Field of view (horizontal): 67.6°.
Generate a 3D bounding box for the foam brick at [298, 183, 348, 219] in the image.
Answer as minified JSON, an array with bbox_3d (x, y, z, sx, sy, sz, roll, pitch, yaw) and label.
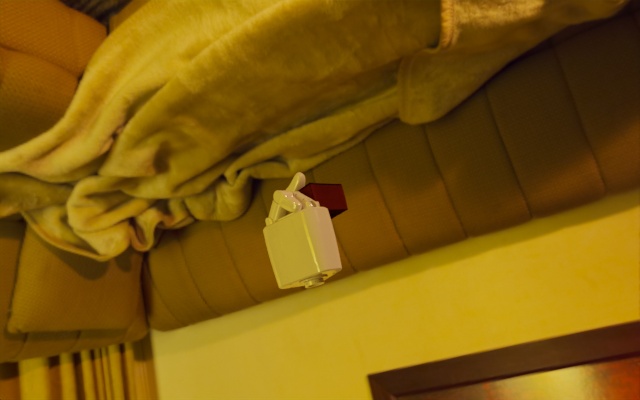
[{"bbox_3d":[0.000,0.003,0.847,0.078,0.051,0.053,0,-24,-41],"label":"foam brick"}]
